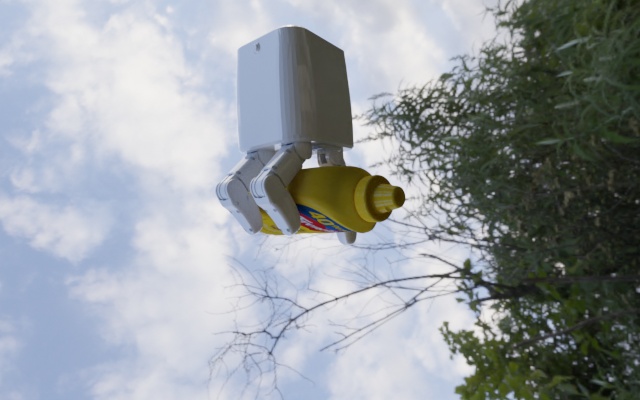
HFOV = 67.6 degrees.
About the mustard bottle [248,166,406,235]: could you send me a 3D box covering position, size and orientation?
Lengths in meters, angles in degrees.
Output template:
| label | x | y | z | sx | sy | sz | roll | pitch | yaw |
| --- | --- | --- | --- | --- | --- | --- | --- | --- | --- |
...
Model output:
| label | x | y | z | sx | sy | sz | roll | pitch | yaw |
| --- | --- | --- | --- | --- | --- | --- | --- | --- | --- |
| mustard bottle | 0.000 | 0.002 | 0.463 | 0.191 | 0.058 | 0.096 | -5 | -26 | 46 |
